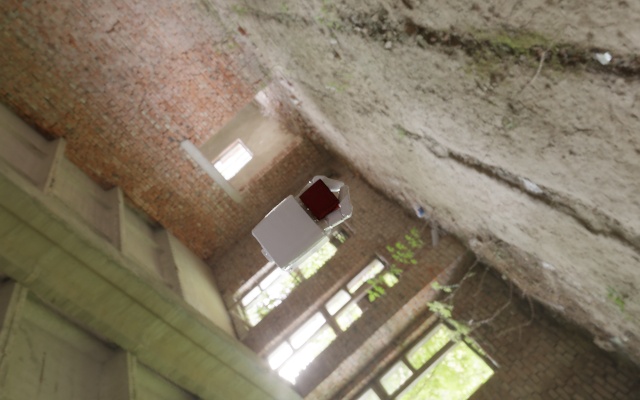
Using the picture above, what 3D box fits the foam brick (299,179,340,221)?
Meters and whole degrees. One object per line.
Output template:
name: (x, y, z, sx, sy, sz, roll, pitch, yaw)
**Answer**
foam brick: (0.000, 0.003, 0.878, 0.051, 0.053, 0.078, -40, -12, -3)
